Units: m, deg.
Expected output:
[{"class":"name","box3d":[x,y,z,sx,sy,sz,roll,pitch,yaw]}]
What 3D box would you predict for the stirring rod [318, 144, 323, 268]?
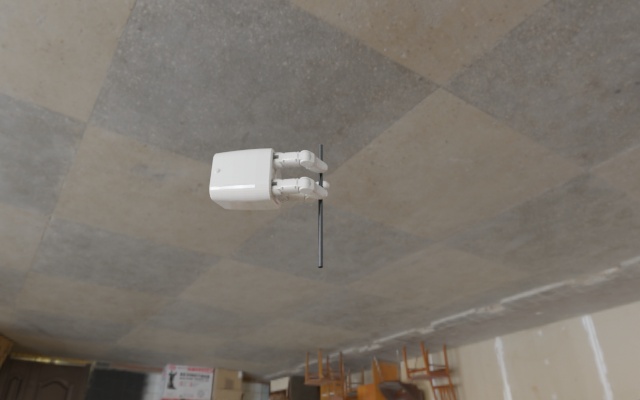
[{"class":"stirring rod","box3d":[0.000,0.003,0.830,0.011,0.239,0.011,0,-29,0]}]
